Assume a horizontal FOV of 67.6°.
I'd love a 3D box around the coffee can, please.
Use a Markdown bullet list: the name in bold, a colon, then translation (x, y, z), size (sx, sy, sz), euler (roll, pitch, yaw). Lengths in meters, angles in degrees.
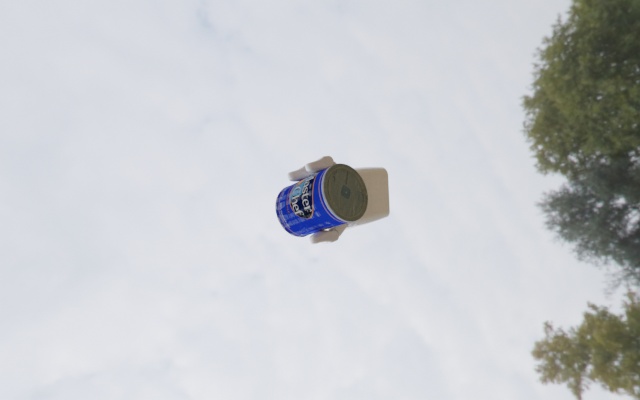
- **coffee can**: translation (0.000, 0.003, 0.859), size (0.103, 0.102, 0.140), euler (0, -14, -41)
